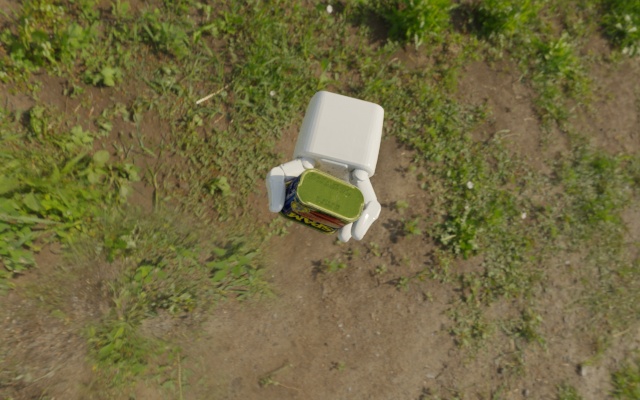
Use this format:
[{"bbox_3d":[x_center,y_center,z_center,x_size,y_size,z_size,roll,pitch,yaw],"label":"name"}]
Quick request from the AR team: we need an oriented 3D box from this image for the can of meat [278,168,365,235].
[{"bbox_3d":[0.000,0.002,0.662,0.102,0.057,0.084,22,-21,-16],"label":"can of meat"}]
